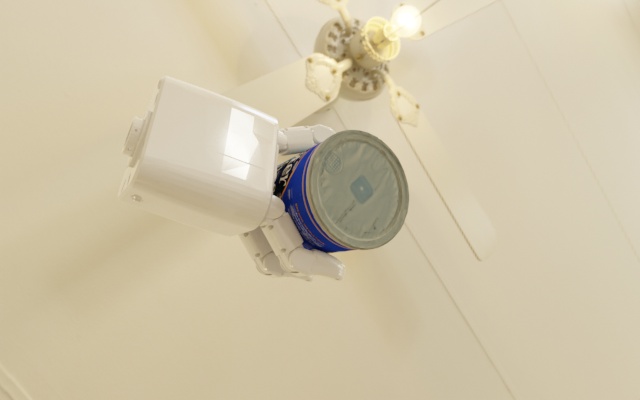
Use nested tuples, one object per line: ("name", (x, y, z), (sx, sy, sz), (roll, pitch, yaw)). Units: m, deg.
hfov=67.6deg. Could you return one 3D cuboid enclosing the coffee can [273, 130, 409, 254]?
("coffee can", (0.000, 0.001, 0.458), (0.103, 0.103, 0.140), (0, -10, -31))
